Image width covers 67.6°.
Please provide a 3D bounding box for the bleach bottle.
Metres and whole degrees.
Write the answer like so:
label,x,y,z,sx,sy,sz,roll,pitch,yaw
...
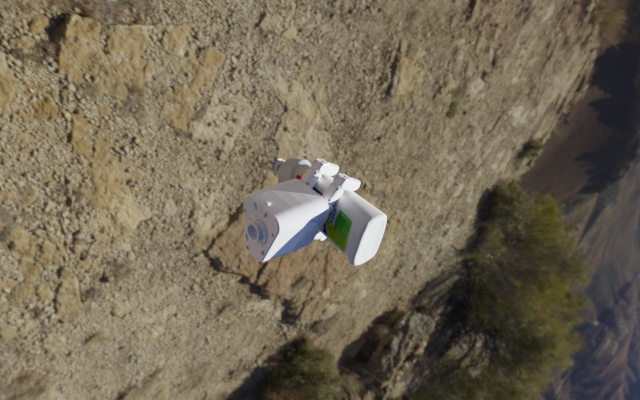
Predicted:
label,x,y,z,sx,sy,sz,roll,pitch,yaw
bleach bottle,0.000,0.003,0.855,0.068,0.103,0.250,-19,44,-41
